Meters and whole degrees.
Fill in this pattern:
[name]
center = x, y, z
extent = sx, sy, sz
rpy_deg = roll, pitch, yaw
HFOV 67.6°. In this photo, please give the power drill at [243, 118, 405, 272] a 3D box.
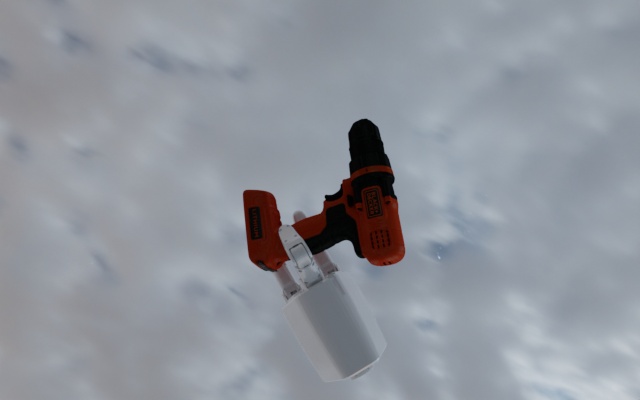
[power drill]
center = 0.000, 0.002, 0.582
extent = 0.187, 0.184, 0.057
rpy_deg = -15, -24, 17
